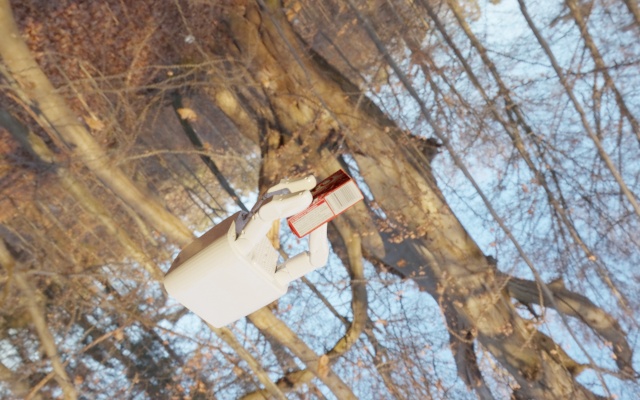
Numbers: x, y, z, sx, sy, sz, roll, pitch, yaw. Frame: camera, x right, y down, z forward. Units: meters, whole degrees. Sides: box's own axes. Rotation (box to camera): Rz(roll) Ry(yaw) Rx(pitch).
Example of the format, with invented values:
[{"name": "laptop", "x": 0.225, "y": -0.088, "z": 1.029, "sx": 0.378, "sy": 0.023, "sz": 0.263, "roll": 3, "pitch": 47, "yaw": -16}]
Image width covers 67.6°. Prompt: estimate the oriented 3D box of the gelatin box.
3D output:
[{"name": "gelatin box", "x": 0.001, "y": 0.002, "z": 0.562, "sx": 0.089, "sy": 0.030, "sz": 0.073, "roll": -33, "pitch": 14, "yaw": 1}]
